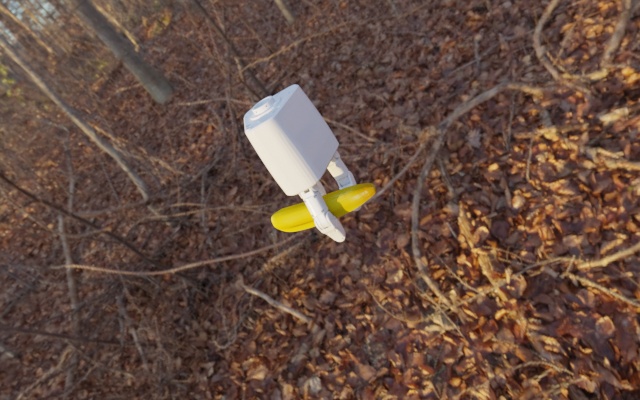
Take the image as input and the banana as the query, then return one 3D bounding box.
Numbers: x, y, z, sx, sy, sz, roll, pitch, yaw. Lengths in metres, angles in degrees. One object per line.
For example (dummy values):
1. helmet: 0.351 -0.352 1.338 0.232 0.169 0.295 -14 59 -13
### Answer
1. banana: -0.011 0.013 0.697 0.198 0.037 0.069 -16 23 42
